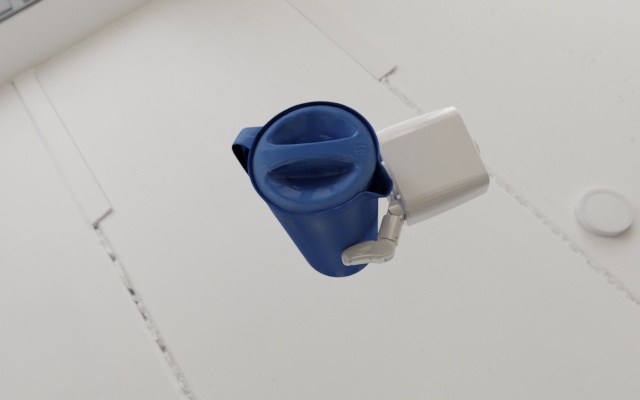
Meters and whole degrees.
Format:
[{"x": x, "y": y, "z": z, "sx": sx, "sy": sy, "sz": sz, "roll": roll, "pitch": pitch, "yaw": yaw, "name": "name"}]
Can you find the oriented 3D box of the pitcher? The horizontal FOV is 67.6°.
[{"x": 0.000, "y": 0.002, "z": 0.575, "sx": 0.145, "sy": 0.149, "sz": 0.243, "roll": -22, "pitch": -29, "yaw": -2, "name": "pitcher"}]
